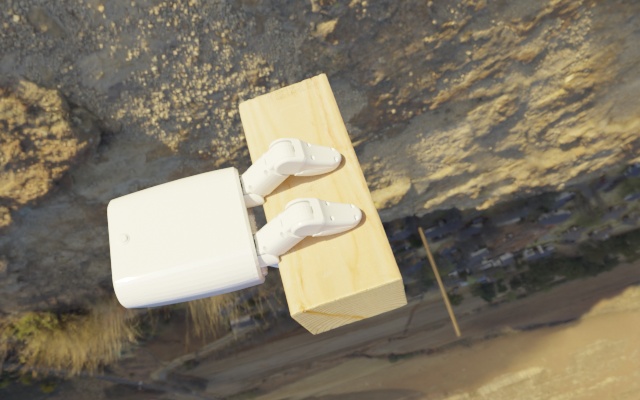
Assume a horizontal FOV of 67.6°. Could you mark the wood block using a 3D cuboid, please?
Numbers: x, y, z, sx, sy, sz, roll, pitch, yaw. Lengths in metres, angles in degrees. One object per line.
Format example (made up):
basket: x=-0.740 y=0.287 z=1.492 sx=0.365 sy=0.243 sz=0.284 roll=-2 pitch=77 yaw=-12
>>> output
wood block: x=0.000 y=0.002 z=0.434 sx=0.090 sy=0.206 sz=0.091 roll=-19 pitch=-27 yaw=3
